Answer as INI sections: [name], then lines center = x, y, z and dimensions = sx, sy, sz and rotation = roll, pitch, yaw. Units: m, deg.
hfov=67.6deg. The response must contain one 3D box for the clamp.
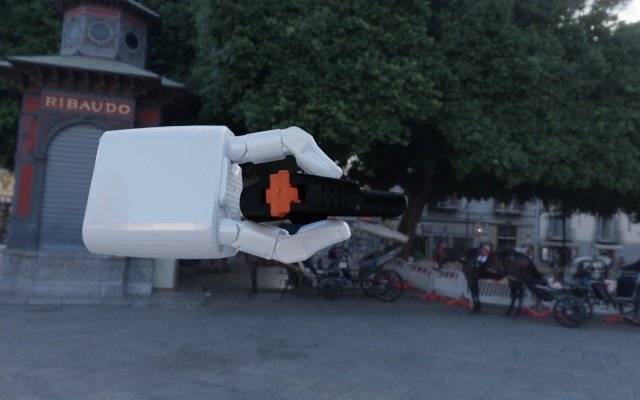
[clamp]
center = 0.000, 0.000, 0.400
dimensions = 0.164, 0.036, 0.210
rotation = -3, -4, 2
